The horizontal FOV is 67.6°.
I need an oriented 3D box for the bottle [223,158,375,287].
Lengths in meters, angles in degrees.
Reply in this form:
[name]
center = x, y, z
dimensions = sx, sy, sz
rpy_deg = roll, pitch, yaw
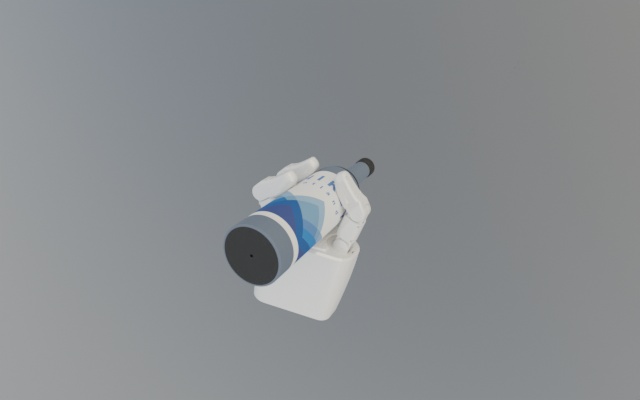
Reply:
[bottle]
center = 0.000, 0.002, 0.575
dimensions = 0.069, 0.069, 0.295
rpy_deg = 0, 20, 29
